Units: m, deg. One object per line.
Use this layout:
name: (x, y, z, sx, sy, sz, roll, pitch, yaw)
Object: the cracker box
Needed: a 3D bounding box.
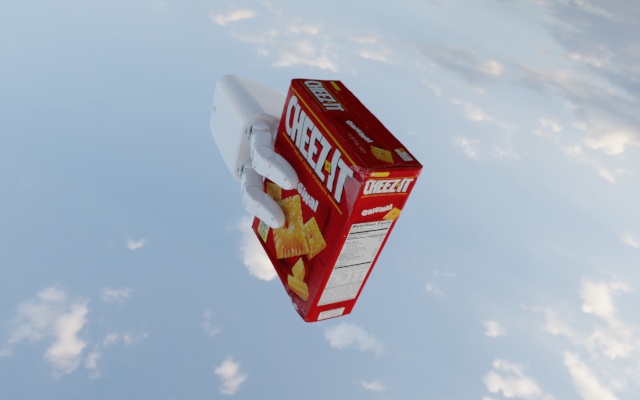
cracker box: (0.000, 0.002, 0.521, 0.072, 0.214, 0.164, -6, 43, -31)
